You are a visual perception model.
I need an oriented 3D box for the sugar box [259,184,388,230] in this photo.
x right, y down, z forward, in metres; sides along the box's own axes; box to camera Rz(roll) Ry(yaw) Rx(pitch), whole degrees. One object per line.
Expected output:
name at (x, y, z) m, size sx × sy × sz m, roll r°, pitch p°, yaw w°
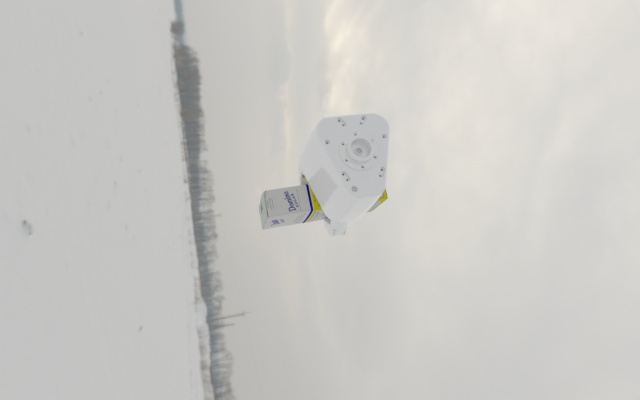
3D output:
sugar box at (0.000, 0.002, 0.708) m, size 0.176 × 0.048 × 0.093 m, roll -6°, pitch -13°, yaw -14°
